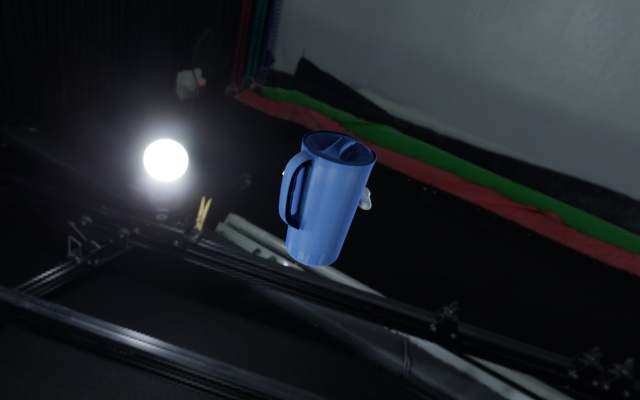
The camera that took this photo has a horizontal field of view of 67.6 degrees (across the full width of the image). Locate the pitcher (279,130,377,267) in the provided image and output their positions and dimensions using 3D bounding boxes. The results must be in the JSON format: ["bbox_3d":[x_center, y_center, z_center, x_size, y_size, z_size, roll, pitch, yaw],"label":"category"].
[{"bbox_3d":[0.000,0.003,0.885,0.149,0.243,0.145,14,30,-2],"label":"pitcher"}]
